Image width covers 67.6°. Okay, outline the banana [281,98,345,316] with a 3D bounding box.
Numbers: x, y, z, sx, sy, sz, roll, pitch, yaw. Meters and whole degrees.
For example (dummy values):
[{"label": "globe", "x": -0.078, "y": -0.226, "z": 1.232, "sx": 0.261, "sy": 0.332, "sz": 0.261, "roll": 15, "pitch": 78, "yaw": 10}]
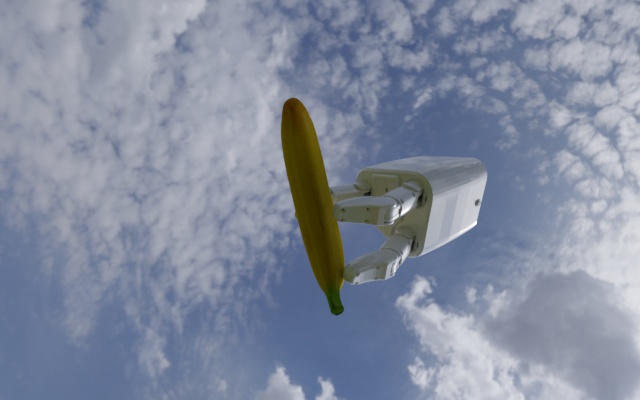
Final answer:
[{"label": "banana", "x": -0.004, "y": 0.003, "z": 0.450, "sx": 0.037, "sy": 0.198, "sz": 0.069, "roll": -16, "pitch": 9, "yaw": -13}]
